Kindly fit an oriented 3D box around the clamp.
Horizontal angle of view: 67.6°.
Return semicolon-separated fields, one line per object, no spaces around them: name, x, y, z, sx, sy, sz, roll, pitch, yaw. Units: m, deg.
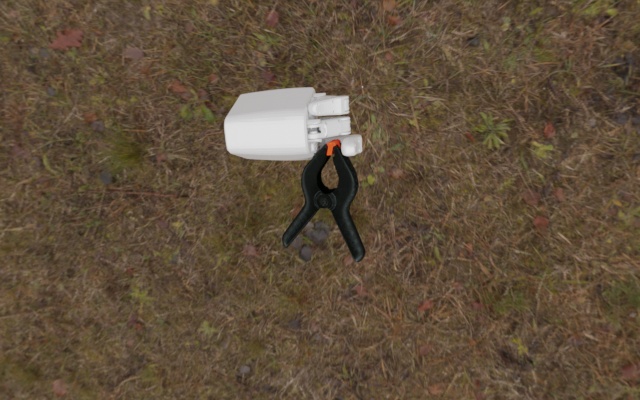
clamp;0.000;0.002;0.659;0.120;0.171;0.039;0;14;10
